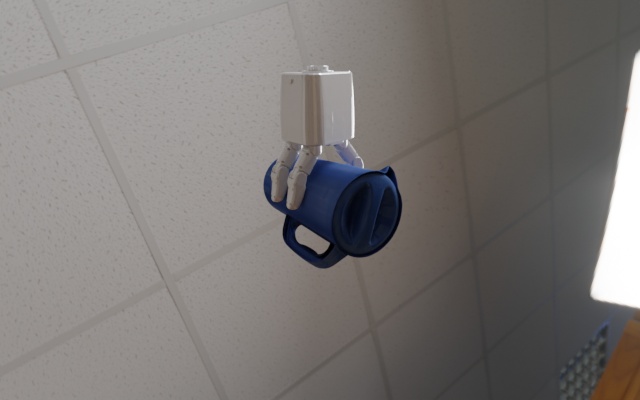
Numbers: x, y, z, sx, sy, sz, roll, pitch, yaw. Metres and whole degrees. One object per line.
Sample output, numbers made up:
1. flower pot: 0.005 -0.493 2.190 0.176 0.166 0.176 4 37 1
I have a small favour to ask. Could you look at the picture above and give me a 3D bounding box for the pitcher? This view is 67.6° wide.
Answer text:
1. pitcher: 0.000 0.002 0.785 0.149 0.145 0.242 -13 21 -32
